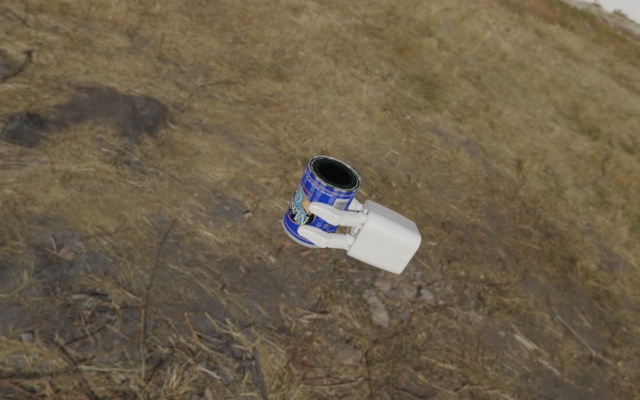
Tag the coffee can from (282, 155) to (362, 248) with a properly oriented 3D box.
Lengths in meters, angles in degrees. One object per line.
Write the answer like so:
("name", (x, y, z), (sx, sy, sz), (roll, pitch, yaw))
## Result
("coffee can", (0.000, 0.003, 0.882), (0.103, 0.140, 0.102), (18, 34, -13))
